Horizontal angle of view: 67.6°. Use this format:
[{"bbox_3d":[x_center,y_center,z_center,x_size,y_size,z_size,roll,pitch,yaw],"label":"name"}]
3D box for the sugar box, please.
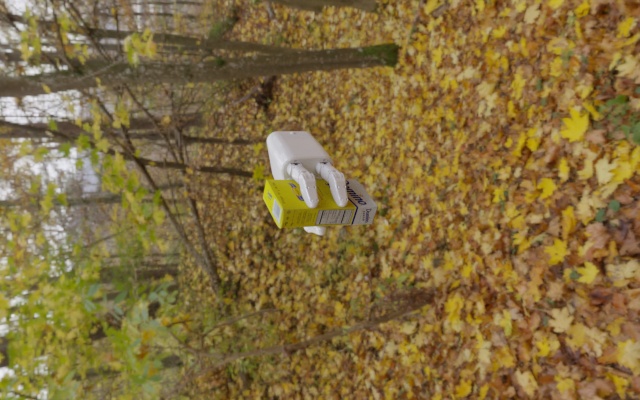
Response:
[{"bbox_3d":[0.000,0.002,0.819,0.176,0.048,0.093,-4,36,-24],"label":"sugar box"}]
